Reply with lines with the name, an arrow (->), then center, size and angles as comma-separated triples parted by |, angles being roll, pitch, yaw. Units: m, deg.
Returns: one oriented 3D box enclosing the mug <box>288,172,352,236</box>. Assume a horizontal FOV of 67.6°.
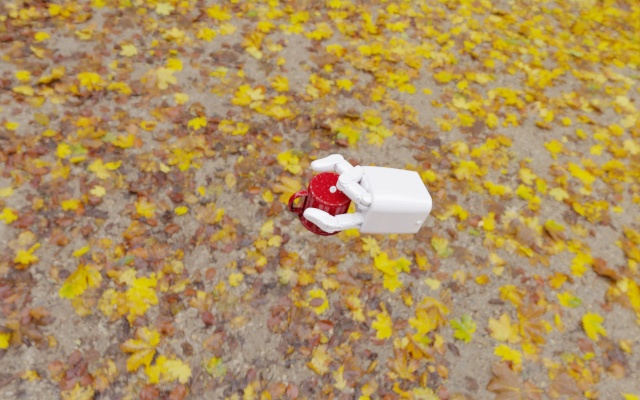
mug -> -0.001, 0.003, 0.859 | 0.117, 0.093, 0.082 | 3, -40, -12
